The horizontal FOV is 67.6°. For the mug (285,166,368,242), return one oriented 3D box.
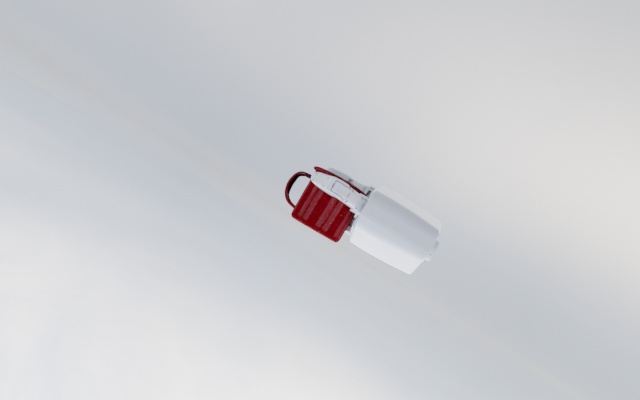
[{"bbox_3d":[-0.001,0.002,0.700,0.117,0.081,0.093,30,-4,10],"label":"mug"}]
